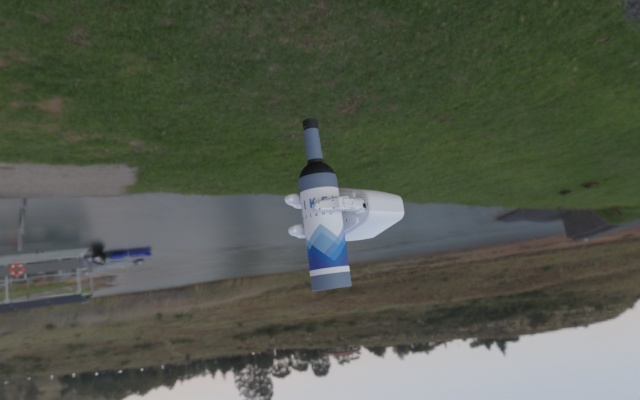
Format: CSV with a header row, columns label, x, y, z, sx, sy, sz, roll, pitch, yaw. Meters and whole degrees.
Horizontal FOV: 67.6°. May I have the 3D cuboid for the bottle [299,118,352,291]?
label,x,y,z,sx,sy,sz,roll,pitch,yaw
bottle,0.000,0.003,0.817,0.069,0.295,0.069,-7,-11,-1
